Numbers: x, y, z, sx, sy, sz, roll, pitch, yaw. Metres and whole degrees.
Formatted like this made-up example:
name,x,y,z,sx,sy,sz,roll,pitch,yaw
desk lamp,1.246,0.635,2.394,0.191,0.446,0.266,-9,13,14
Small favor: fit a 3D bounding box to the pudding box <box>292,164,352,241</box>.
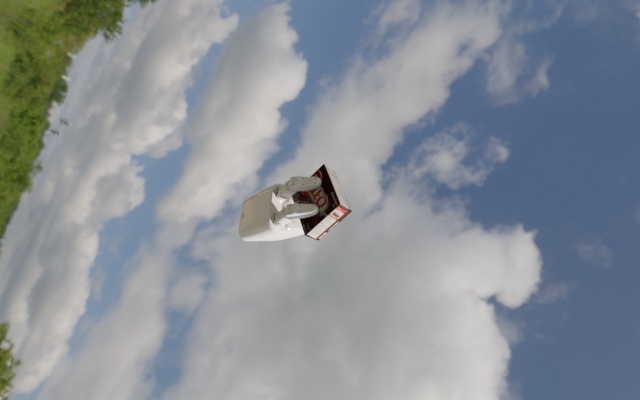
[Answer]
name,x,y,z,sx,sy,sz,roll,pitch,yaw
pudding box,0.000,0.003,0.863,0.039,0.113,0.090,27,-61,-40
